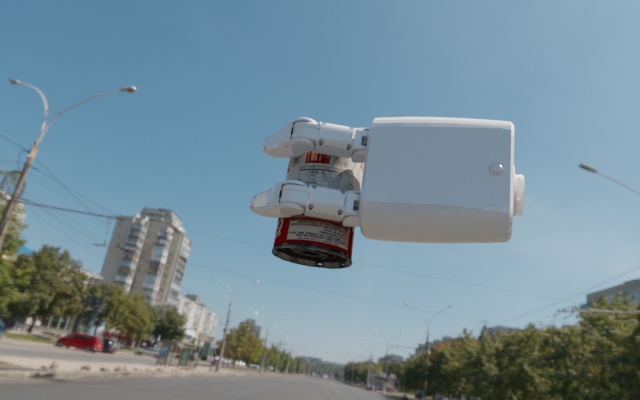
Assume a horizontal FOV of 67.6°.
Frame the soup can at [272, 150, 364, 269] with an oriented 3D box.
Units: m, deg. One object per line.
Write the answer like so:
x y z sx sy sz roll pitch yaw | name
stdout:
0.000 0.001 0.414 0.068 0.102 0.068 8 -19 3 | soup can
